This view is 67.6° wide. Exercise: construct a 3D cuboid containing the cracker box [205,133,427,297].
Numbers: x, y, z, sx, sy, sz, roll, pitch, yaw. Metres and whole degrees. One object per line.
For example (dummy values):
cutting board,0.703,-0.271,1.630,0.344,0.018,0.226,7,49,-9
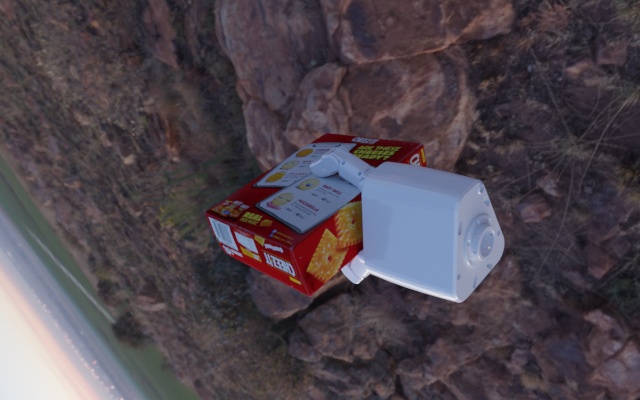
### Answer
cracker box,0.000,0.002,0.562,0.213,0.072,0.164,-37,33,-31
